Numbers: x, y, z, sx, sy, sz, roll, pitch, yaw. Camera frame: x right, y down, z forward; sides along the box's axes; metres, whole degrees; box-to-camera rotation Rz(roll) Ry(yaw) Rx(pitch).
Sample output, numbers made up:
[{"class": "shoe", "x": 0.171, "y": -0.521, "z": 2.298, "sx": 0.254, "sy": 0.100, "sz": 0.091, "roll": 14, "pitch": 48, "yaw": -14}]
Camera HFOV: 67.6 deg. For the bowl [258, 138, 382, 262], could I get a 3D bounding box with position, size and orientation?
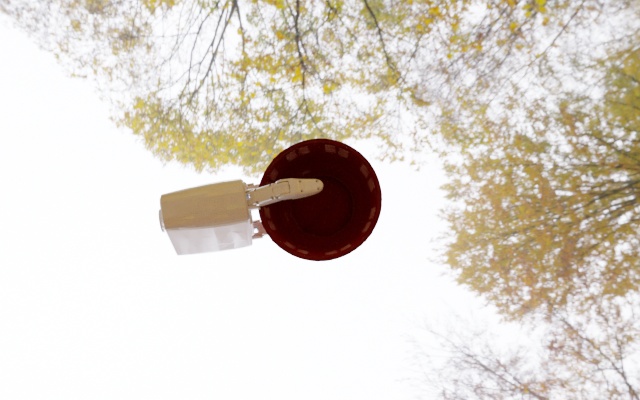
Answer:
[{"class": "bowl", "x": 0.001, "y": 0.002, "z": 0.637, "sx": 0.162, "sy": 0.162, "sz": 0.055, "roll": 0, "pitch": -11, "yaw": 5}]
